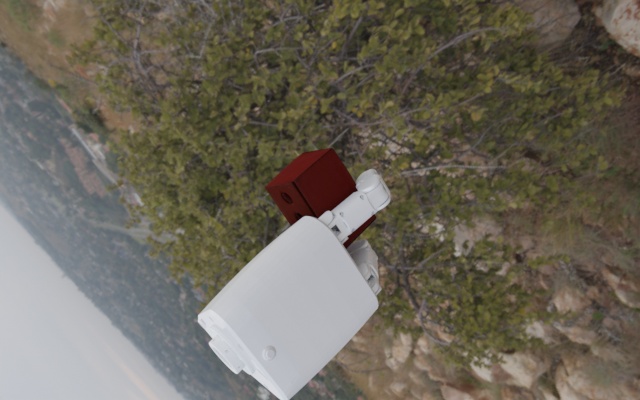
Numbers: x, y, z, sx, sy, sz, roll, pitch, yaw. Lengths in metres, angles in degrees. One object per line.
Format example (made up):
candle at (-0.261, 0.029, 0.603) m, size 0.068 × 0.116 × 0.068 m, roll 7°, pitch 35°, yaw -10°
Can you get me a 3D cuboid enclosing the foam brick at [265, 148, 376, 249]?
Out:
foam brick at (0.000, 0.001, 0.416) m, size 0.051 × 0.078 × 0.053 m, roll -42°, pitch 18°, yaw -25°
